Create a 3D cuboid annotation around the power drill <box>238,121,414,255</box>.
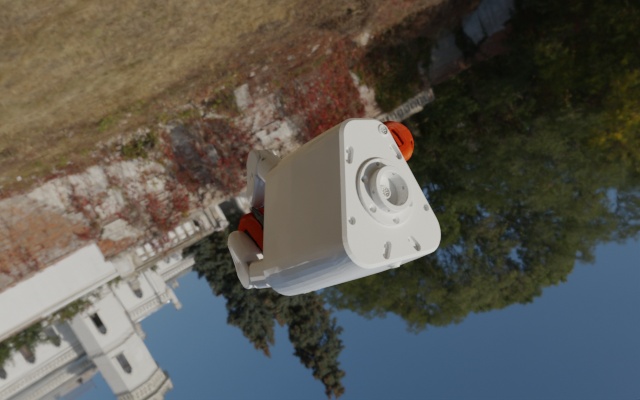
[{"bbox_3d":[0.000,0.002,0.515,0.187,0.057,0.184,-37,-7,-20],"label":"power drill"}]
